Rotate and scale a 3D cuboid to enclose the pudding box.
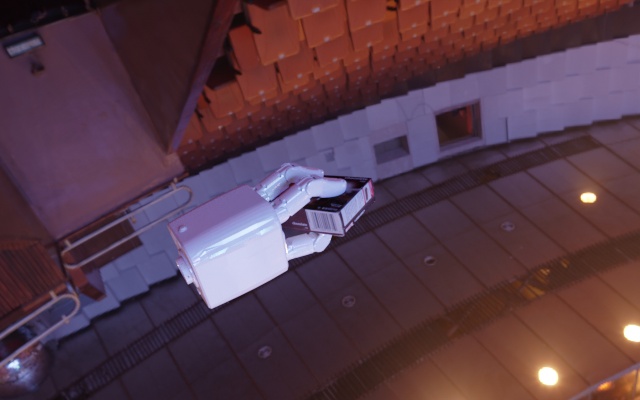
[{"bbox_3d":[0.000,0.002,0.608,0.113,0.039,0.090,8,34,32],"label":"pudding box"}]
